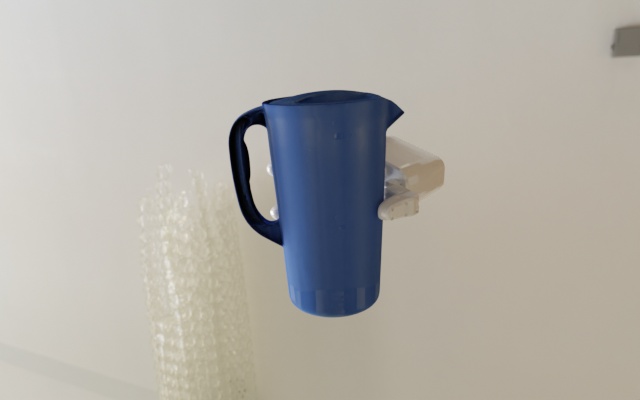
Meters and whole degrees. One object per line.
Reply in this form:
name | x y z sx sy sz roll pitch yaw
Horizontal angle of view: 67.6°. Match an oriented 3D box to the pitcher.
pitcher | 0.000 0.002 0.535 0.149 0.243 0.145 11 22 39
